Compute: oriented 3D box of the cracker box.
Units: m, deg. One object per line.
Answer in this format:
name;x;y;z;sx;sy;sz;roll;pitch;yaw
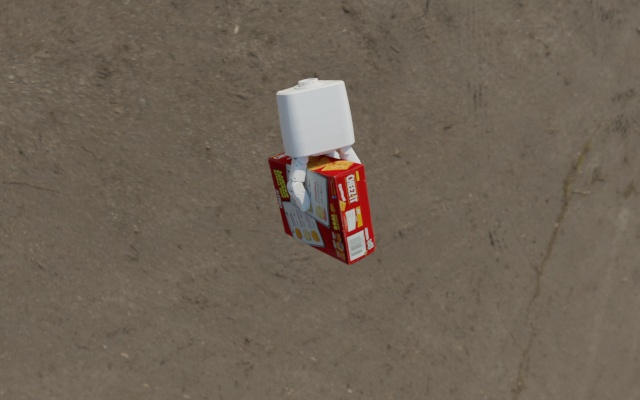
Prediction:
cracker box;0.000;0.003;0.866;0.072;0.164;0.213;-23;25;-29
